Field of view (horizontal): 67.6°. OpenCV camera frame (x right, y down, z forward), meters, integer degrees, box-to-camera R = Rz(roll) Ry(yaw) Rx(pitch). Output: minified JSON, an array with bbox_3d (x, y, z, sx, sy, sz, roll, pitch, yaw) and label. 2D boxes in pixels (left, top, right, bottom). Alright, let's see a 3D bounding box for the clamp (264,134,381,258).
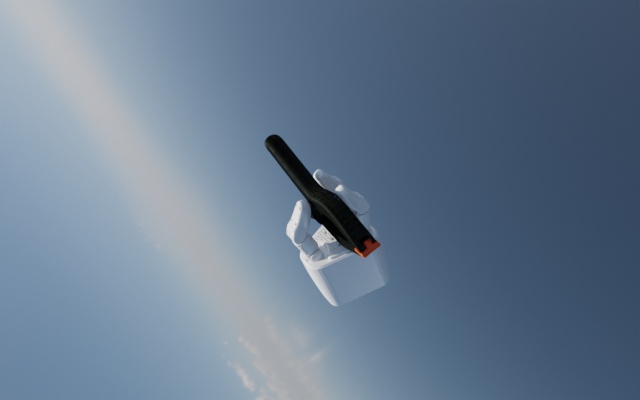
[{"bbox_3d":[0.000,0.003,0.648,0.036,0.165,0.210,-38,42,-12],"label":"clamp"}]
